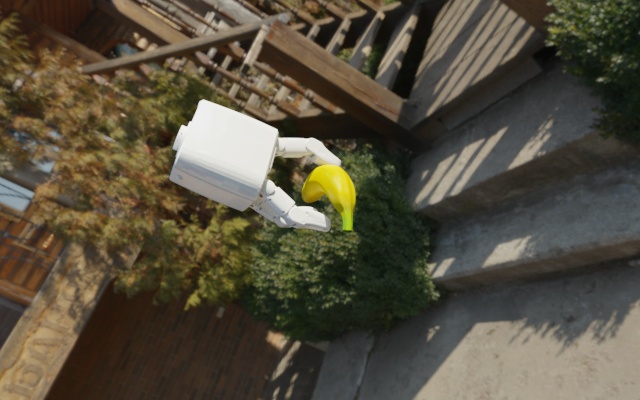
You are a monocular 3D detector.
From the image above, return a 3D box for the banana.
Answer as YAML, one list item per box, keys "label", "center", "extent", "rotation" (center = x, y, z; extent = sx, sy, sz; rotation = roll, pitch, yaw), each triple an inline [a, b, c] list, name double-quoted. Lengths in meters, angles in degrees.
- label: "banana"
  center: [0.007, -0.015, 0.634]
  extent: [0.037, 0.069, 0.197]
  rotation: [17, 6, -17]
